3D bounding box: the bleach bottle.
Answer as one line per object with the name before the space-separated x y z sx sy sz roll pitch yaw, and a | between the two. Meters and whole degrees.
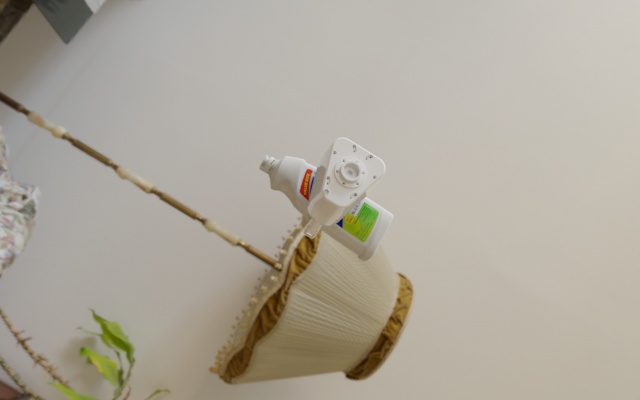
bleach bottle | 0.000 0.003 0.857 0.251 0.102 0.068 31 -18 -1
